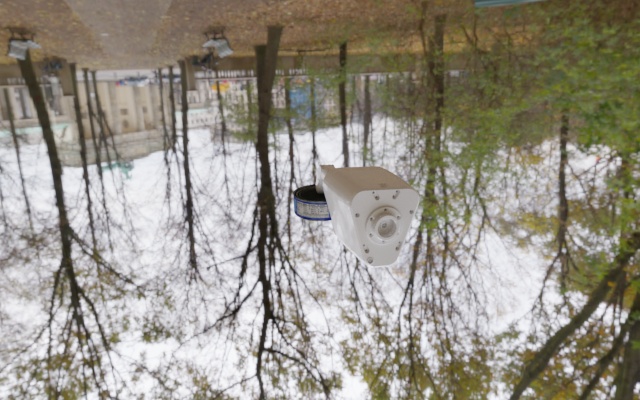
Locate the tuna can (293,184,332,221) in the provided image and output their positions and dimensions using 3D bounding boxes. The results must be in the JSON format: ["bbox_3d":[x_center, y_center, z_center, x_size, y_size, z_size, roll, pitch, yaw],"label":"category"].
[{"bbox_3d":[0.000,0.003,0.752,0.086,0.034,0.086,-1,20,0],"label":"tuna can"}]
